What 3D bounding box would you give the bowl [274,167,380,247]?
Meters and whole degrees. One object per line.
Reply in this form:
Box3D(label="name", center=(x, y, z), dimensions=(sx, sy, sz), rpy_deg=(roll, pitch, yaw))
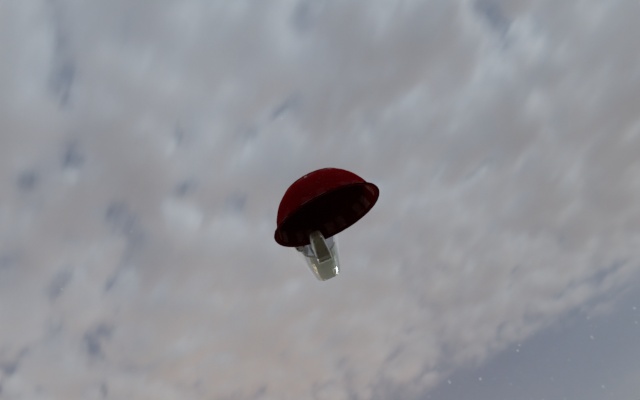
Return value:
Box3D(label="bowl", center=(0.000, 0.001, 0.676), dimensions=(0.162, 0.055, 0.162), rpy_deg=(-22, -23, -10))
